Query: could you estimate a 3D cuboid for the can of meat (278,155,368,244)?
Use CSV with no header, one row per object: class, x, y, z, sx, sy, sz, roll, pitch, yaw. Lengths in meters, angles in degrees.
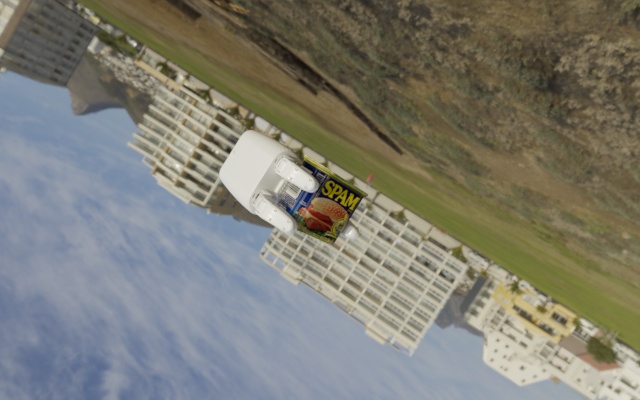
can of meat,0.000,0.002,0.618,0.102,0.084,0.057,29,5,-45
